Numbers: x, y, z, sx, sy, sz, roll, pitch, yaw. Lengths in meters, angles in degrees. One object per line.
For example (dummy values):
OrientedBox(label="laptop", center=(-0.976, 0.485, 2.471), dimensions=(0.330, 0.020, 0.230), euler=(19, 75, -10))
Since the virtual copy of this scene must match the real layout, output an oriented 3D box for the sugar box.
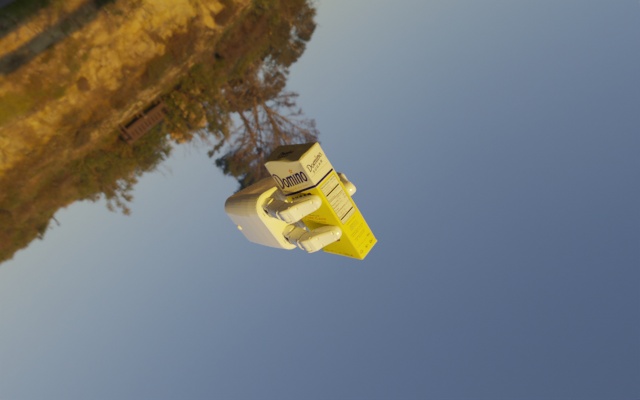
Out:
OrientedBox(label="sugar box", center=(0.000, 0.003, 0.670), dimensions=(0.093, 0.176, 0.048), euler=(3, 46, 52))
